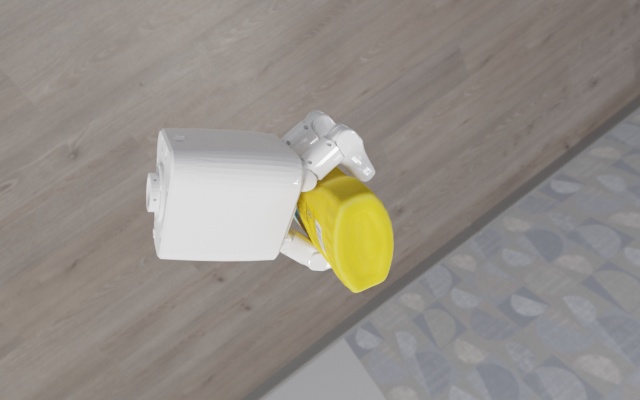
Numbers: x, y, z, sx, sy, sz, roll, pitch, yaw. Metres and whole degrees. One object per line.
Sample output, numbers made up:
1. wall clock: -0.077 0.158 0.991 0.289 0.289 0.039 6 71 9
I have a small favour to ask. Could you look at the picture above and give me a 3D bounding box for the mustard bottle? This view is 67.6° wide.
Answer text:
1. mustard bottle: 0.000 0.002 0.472 0.058 0.096 0.191 -22 30 -15
